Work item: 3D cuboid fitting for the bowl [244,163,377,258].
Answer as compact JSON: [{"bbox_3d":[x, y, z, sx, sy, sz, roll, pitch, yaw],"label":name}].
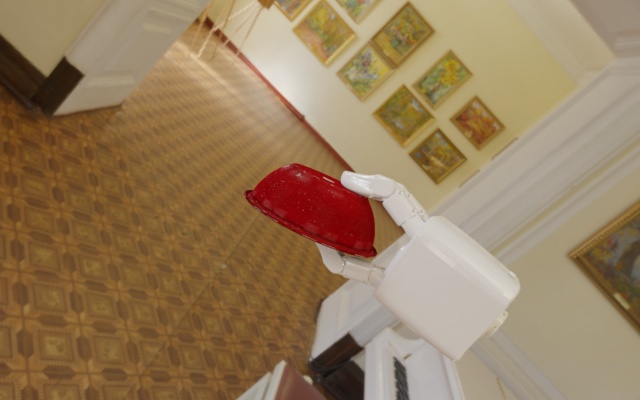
[{"bbox_3d":[-0.001,0.001,0.529,0.162,0.055,0.162,24,7,-3],"label":"bowl"}]
